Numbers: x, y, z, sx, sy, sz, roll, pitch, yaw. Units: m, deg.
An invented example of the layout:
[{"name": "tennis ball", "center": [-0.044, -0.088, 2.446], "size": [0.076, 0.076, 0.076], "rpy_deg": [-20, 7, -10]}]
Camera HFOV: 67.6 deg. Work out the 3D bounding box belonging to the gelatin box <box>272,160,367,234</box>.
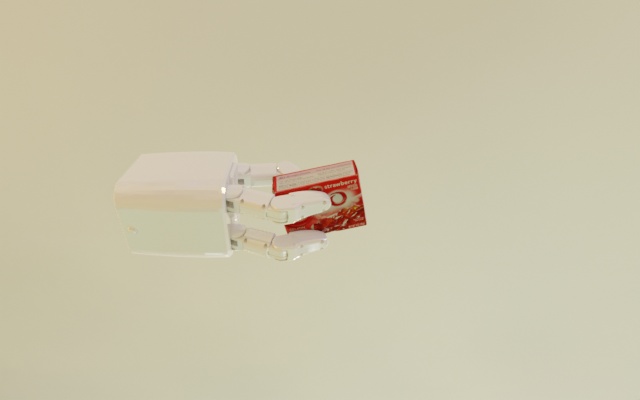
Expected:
[{"name": "gelatin box", "center": [0.000, 0.001, 0.504], "size": [0.089, 0.073, 0.030], "rpy_deg": [-12, 42, 3]}]
